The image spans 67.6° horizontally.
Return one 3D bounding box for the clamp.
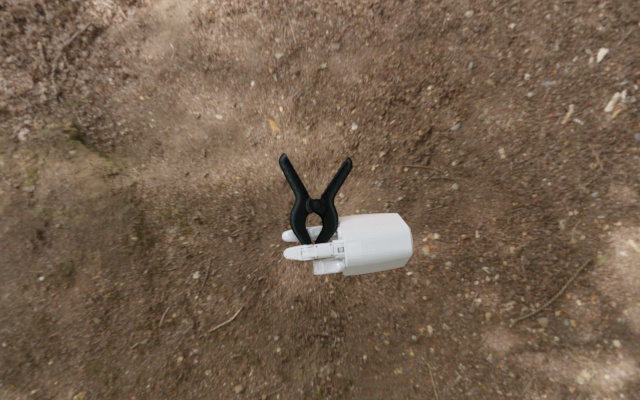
[{"bbox_3d":[0.000,0.003,0.774,0.120,0.171,0.039,-6,-3,-2],"label":"clamp"}]
